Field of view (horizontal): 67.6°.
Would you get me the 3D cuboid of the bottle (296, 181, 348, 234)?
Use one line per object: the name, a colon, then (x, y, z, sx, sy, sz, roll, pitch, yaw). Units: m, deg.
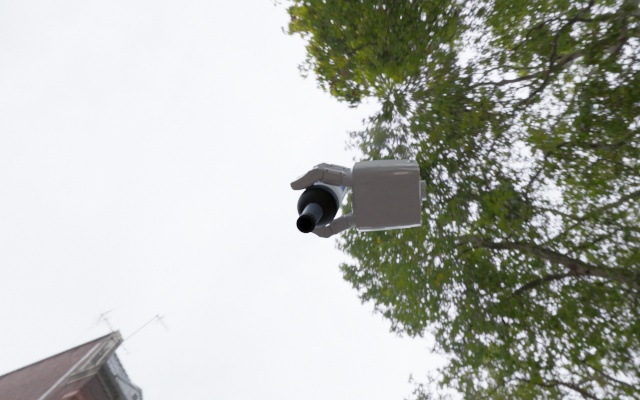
bottle: (0.000, 0.003, 0.798, 0.069, 0.069, 0.295, 0, 12, 8)
